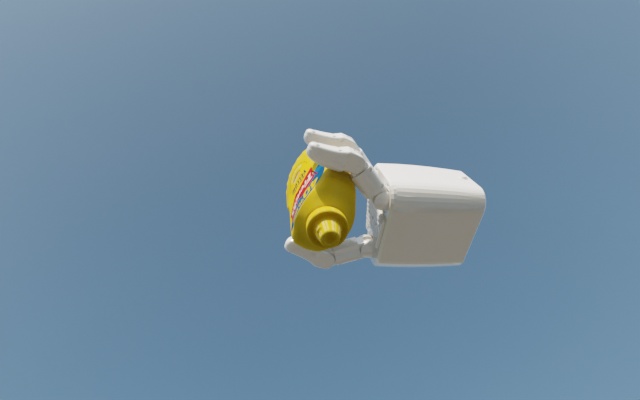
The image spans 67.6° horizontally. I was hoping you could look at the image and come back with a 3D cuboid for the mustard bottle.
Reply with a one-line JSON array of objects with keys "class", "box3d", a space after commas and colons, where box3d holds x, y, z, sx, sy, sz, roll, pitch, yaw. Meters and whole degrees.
[{"class": "mustard bottle", "box3d": [0.000, 0.002, 0.525, 0.058, 0.096, 0.191, 26, 16, -15]}]
